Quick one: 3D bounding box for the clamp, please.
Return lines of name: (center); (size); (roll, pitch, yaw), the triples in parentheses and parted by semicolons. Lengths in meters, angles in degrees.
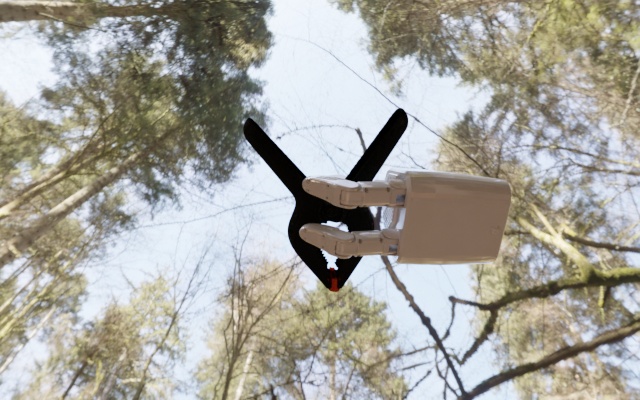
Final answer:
clamp: (0.000, 0.002, 0.511); (0.164, 0.210, 0.036); (3, 23, -5)
